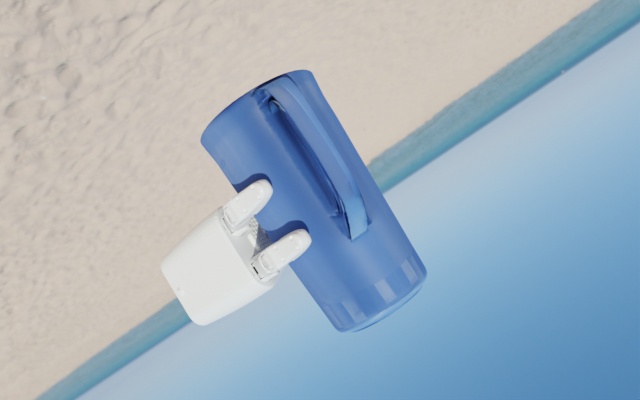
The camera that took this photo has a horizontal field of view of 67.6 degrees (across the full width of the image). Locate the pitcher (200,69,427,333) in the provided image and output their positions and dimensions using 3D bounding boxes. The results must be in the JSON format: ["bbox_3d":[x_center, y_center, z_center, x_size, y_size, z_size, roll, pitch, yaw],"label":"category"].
[{"bbox_3d":[0.000,0.002,0.468,0.145,0.243,0.149,-35,-4,27],"label":"pitcher"}]
